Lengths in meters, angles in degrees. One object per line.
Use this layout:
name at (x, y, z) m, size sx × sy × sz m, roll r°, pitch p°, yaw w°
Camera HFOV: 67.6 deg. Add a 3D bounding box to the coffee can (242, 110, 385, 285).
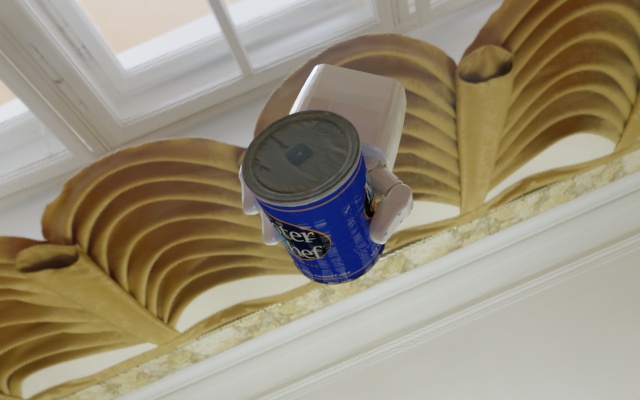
coffee can at (0.000, 0.002, 0.448) m, size 0.103 × 0.102 × 0.140 m, roll 0°, pitch -36°, yaw 18°
